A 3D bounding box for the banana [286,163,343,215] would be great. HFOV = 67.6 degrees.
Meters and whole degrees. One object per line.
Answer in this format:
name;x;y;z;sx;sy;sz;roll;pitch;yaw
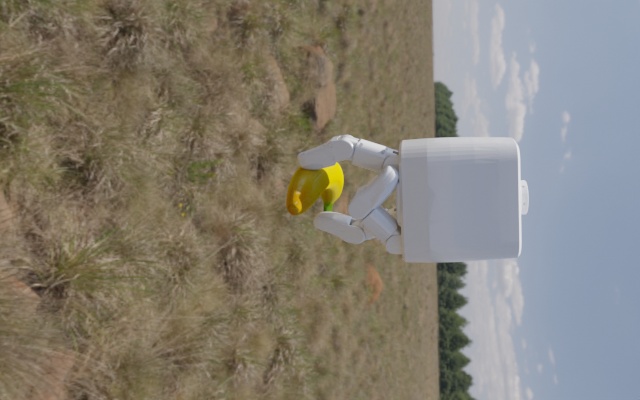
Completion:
banana;0.001;-0.017;0.539;0.037;0.069;0.198;-1;-3;13
